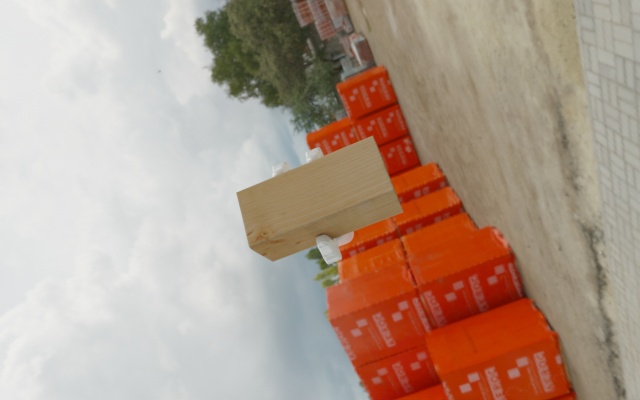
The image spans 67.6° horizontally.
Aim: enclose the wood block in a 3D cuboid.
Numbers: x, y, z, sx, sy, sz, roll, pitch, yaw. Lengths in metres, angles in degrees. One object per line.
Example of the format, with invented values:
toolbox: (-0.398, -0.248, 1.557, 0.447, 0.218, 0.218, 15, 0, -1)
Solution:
wood block: (0.000, 0.003, 0.674, 0.206, 0.090, 0.090, -22, -25, 9)
